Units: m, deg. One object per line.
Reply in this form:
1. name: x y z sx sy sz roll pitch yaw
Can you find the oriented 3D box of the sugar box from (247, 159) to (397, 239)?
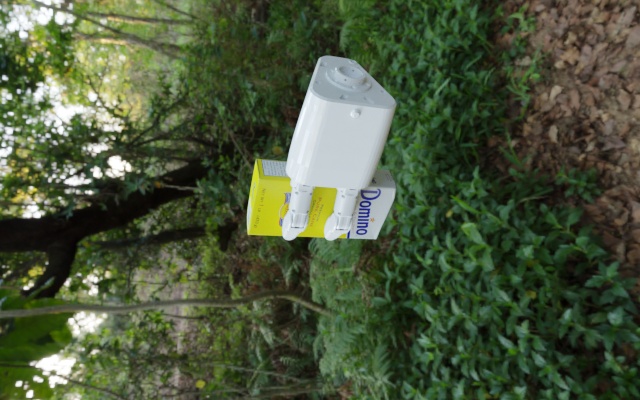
1. sugar box: 0.000 0.002 0.603 0.176 0.093 0.048 4 40 -15
